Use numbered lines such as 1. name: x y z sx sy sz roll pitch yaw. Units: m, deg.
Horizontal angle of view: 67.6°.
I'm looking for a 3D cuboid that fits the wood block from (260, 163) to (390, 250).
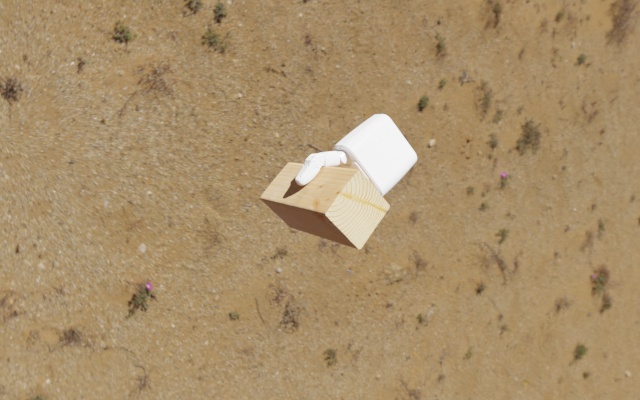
1. wood block: 0.000 0.002 0.793 0.091 0.090 0.206 47 -19 -29
